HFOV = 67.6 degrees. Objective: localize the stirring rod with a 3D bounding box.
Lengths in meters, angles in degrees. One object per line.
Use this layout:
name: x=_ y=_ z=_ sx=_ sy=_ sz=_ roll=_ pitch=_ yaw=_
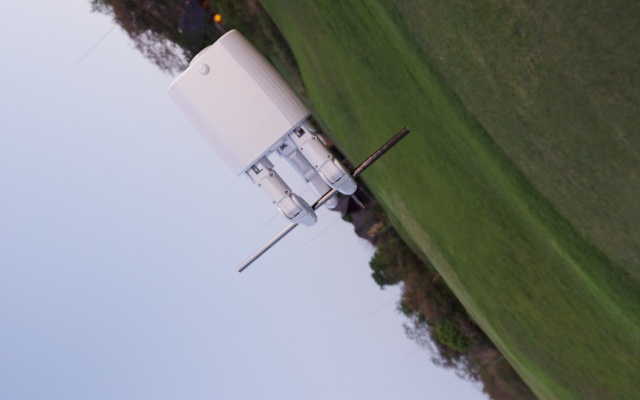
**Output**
stirring rod: x=0.000 y=0.002 z=0.517 sx=0.239 sy=0.011 sz=0.011 roll=-40 pitch=-7 yaw=8
